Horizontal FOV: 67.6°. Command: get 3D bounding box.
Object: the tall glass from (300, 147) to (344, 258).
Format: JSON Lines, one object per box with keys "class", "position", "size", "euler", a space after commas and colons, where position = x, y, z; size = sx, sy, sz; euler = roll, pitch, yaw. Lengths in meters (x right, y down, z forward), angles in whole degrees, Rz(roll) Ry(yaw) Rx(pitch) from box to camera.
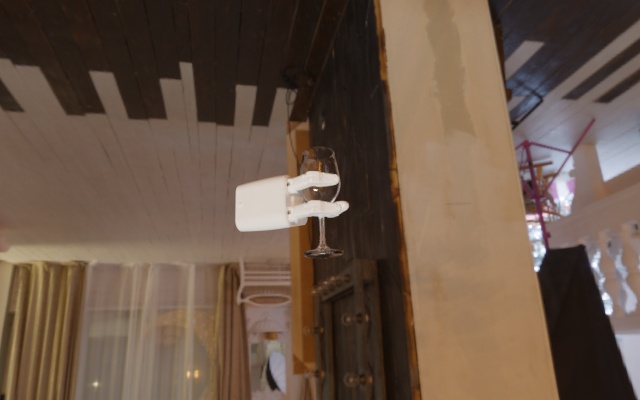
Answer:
{"class": "tall glass", "position": [0.000, 0.004, 0.894], "size": [0.079, 0.201, 0.079], "euler": [-2, -18, -1]}
